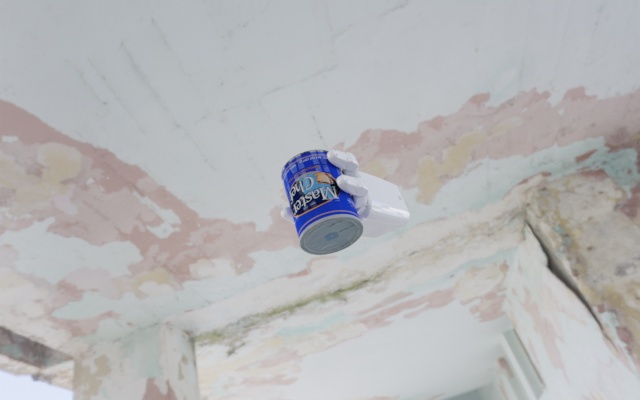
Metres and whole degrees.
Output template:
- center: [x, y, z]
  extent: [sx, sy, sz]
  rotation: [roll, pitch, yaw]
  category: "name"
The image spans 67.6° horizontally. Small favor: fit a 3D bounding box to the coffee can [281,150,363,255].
- center: [0.000, 0.003, 0.777]
  extent: [0.103, 0.140, 0.103]
  rotation: [-12, -35, -9]
  category: "coffee can"
